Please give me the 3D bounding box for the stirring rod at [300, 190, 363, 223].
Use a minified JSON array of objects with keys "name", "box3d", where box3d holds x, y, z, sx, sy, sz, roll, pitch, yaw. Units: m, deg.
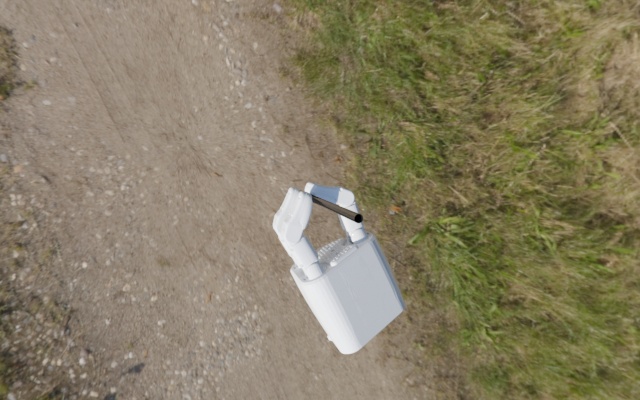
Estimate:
[{"name":"stirring rod","box3d":[0.000,0.002,0.513,0.011,0.011,0.239,0,6,-15]}]
